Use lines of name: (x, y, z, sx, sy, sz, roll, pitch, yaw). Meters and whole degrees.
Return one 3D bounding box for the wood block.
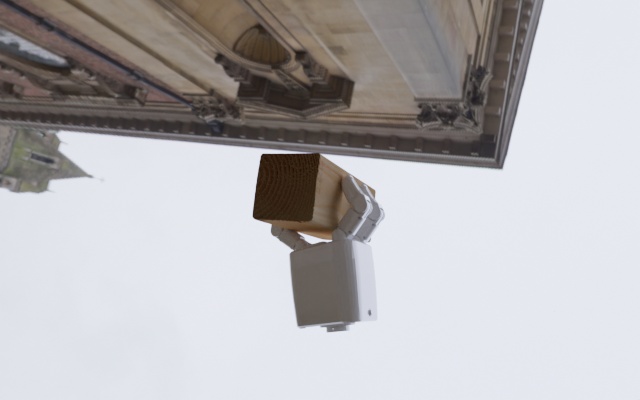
wood block: (0.000, 0.003, 0.690, 0.091, 0.090, 0.206, 2, -11, 26)
